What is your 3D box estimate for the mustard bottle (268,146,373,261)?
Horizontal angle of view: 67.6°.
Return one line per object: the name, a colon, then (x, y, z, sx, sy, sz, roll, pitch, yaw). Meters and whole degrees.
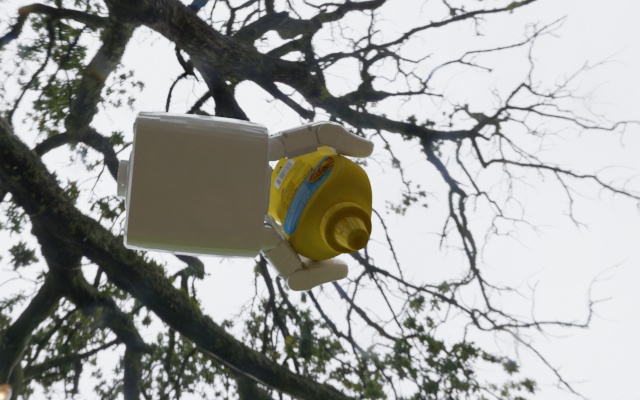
mustard bottle: (0.000, 0.001, 0.442, 0.058, 0.096, 0.191, 31, 6, -23)
